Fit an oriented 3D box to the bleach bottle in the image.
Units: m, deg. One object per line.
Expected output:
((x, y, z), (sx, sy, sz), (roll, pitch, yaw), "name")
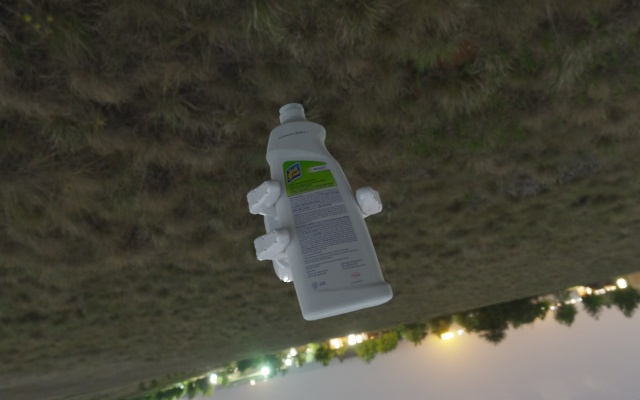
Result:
((0.000, 0.002, 0.549), (0.102, 0.250, 0.068), (-11, -18, -8), "bleach bottle")
